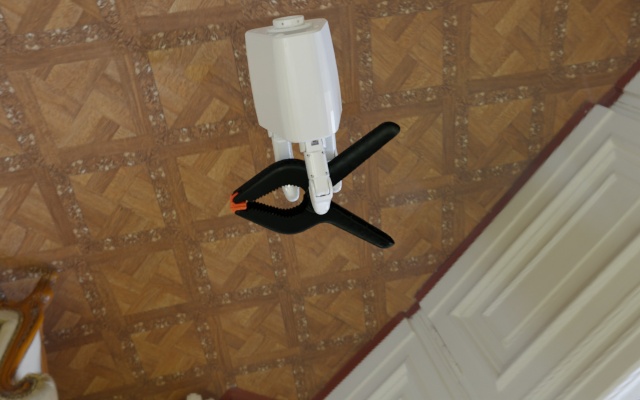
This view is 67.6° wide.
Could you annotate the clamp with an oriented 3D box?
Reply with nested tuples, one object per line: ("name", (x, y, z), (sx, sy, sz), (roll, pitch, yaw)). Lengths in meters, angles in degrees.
("clamp", (0.000, 0.002, 0.574), (0.210, 0.165, 0.036), (-12, 25, -6))
